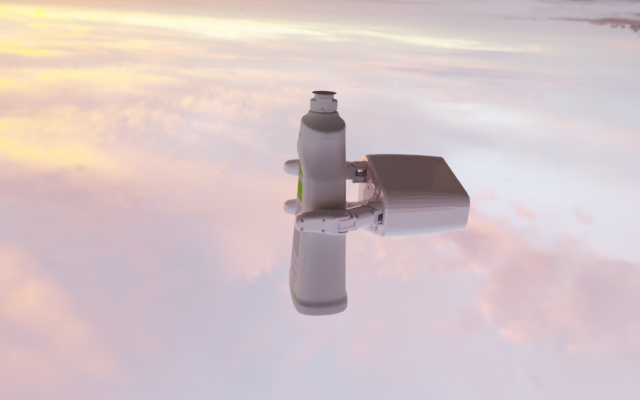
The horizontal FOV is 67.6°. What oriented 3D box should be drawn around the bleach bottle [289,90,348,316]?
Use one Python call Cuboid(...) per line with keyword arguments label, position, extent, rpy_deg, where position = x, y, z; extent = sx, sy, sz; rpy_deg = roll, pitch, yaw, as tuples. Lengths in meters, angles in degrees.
Cuboid(label="bleach bottle", position=(0.000, 0.002, 0.559), extent=(0.068, 0.251, 0.102), rpy_deg=(-2, 22, -11))
